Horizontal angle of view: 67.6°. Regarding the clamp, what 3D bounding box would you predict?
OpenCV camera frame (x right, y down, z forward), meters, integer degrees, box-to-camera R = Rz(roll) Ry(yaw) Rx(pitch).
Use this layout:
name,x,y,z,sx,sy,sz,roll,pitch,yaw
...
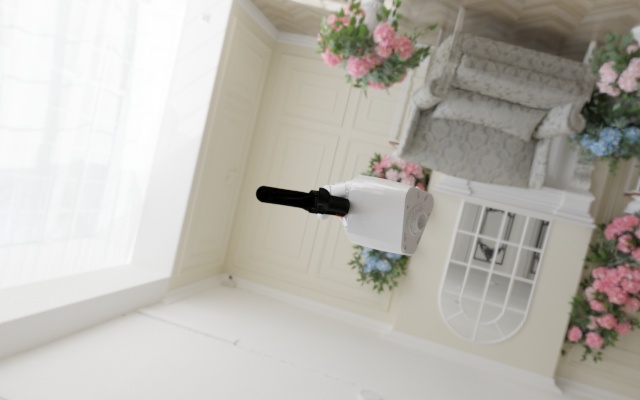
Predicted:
name,x,y,z,sx,sy,sz,roll,pitch,yaw
clamp,0.000,0.003,0.725,0.120,0.039,0.171,9,-1,40
